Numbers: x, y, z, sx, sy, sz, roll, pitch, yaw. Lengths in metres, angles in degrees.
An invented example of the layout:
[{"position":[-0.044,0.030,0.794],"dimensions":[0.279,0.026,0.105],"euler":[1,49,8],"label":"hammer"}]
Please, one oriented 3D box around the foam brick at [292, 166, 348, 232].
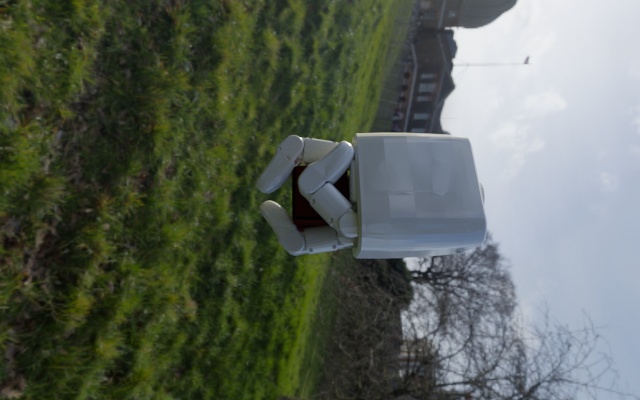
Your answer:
[{"position":[0.000,0.001,0.467],"dimensions":[0.051,0.053,0.078],"euler":[-1,-13,0],"label":"foam brick"}]
